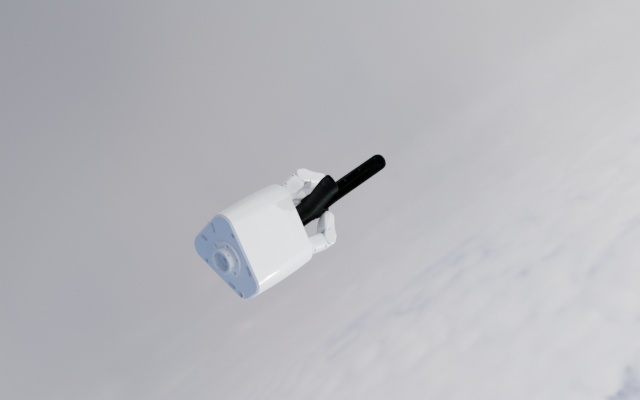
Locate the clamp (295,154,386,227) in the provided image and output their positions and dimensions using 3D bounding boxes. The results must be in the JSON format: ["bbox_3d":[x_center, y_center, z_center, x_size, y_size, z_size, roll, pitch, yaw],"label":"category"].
[{"bbox_3d":[0.000,0.003,0.718,0.164,0.036,0.210,-26,-10,-48],"label":"clamp"}]
